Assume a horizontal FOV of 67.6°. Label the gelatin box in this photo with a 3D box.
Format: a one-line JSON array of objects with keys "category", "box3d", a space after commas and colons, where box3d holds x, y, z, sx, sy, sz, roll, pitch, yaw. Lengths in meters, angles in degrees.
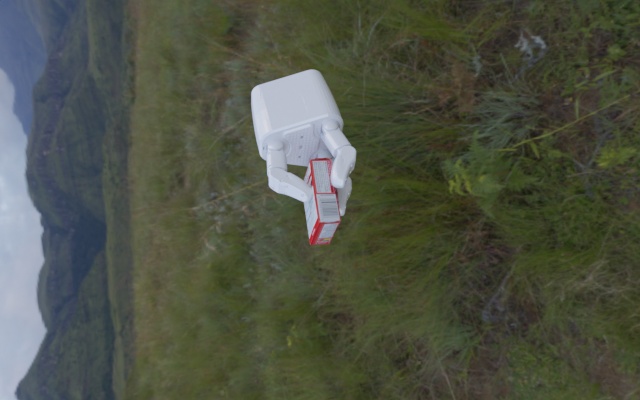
[{"category": "gelatin box", "box3d": [0.000, 0.002, 0.603, 0.030, 0.089, 0.073, -2, -26, -12]}]
